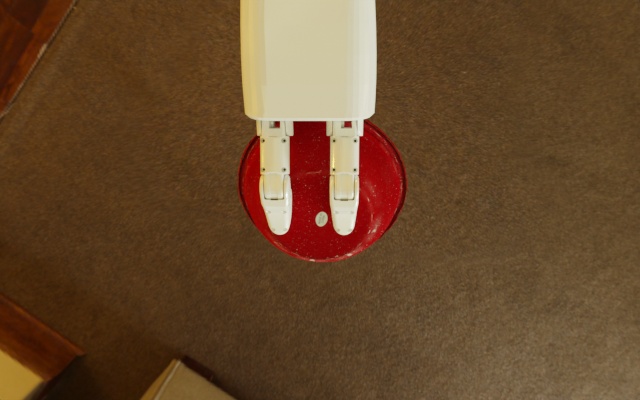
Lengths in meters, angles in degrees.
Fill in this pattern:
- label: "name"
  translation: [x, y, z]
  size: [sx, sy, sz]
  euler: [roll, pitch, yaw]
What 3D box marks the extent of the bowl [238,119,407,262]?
- label: "bowl"
  translation: [0.000, 0.003, 0.435]
  size: [0.162, 0.162, 0.055]
  euler: [0, 31, 3]
